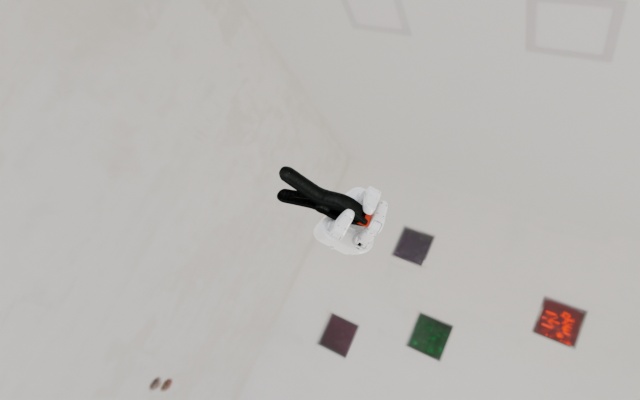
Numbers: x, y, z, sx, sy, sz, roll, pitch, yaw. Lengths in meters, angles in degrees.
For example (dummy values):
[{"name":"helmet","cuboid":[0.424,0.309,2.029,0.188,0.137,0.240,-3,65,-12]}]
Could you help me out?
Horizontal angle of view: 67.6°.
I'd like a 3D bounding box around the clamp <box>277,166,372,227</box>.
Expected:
[{"name":"clamp","cuboid":[0.001,0.002,0.806,0.171,0.039,0.120,28,-15,-6]}]
